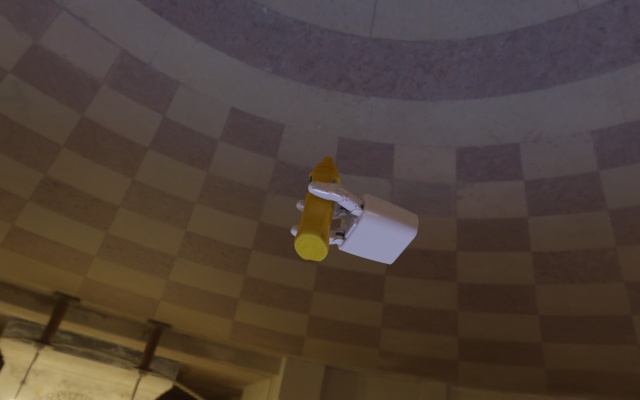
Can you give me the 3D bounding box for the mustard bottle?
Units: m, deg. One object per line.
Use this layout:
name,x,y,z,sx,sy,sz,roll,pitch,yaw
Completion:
mustard bottle,0.000,0.003,0.843,0.058,0.191,0.096,7,-31,7
